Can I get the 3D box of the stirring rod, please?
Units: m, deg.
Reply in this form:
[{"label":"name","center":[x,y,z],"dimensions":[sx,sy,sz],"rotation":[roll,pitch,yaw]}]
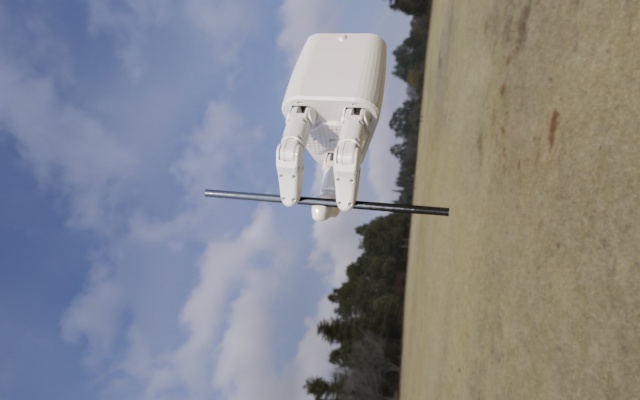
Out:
[{"label":"stirring rod","center":[0.000,0.002,0.462],"dimensions":[0.239,0.011,0.011],"rotation":[4,1,13]}]
